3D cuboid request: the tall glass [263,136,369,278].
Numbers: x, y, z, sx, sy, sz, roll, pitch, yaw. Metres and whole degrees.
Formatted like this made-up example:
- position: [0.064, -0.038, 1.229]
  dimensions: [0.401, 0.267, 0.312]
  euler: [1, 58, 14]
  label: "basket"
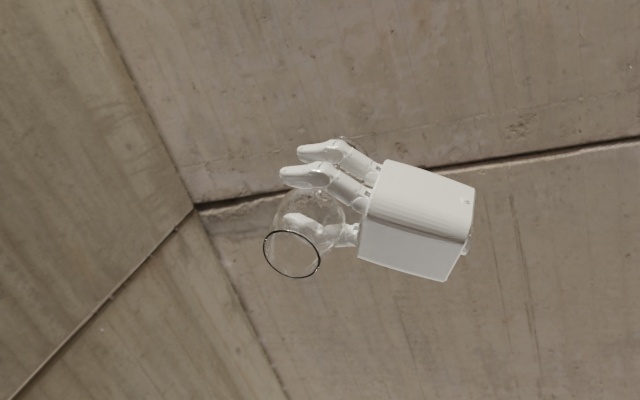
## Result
- position: [0.000, 0.001, 0.556]
  dimensions: [0.079, 0.079, 0.201]
  euler: [0, 32, 21]
  label: "tall glass"
